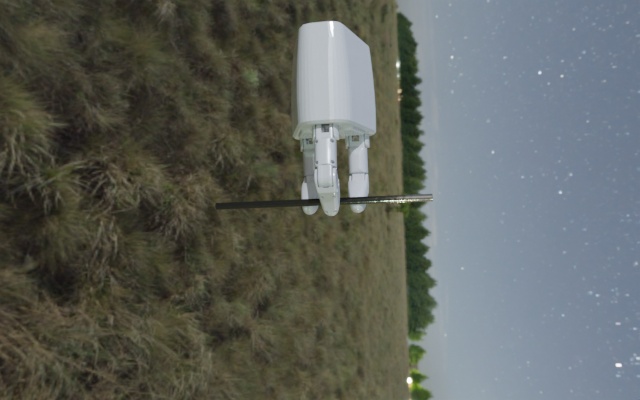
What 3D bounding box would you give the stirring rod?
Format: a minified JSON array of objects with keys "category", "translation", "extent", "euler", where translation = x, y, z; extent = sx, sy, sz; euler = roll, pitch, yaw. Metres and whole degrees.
[{"category":"stirring rod","translation":[0.000,0.002,0.526],"extent":[0.239,0.011,0.011],"euler":[-2,0,9]}]
